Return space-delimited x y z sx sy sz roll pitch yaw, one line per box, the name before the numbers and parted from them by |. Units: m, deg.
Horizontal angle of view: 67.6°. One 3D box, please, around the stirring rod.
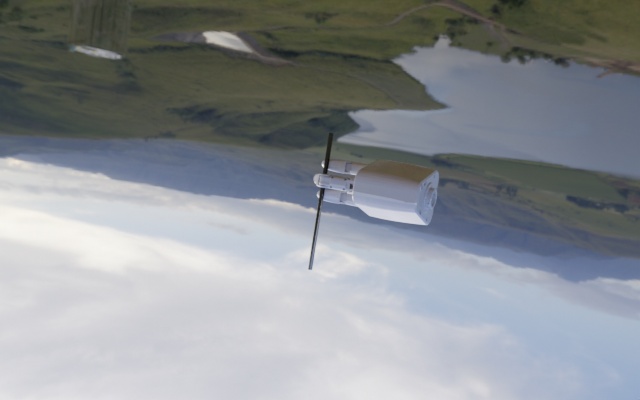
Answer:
stirring rod | 0.000 0.003 0.828 0.011 0.239 0.011 9 5 -1
